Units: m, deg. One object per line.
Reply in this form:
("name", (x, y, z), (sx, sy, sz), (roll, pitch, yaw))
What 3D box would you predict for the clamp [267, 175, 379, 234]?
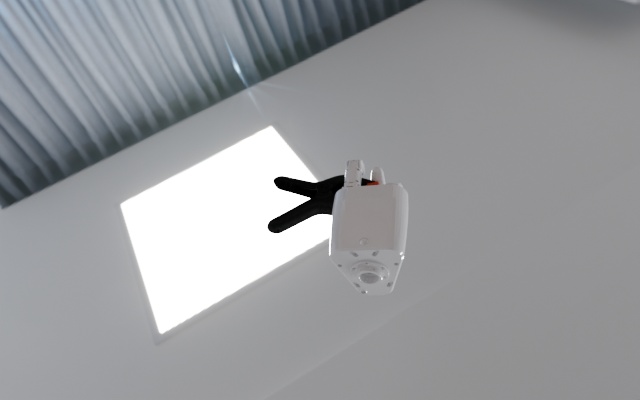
("clamp", (0.000, 0.003, 0.706), (0.171, 0.120, 0.039), (-3, -44, 15))
